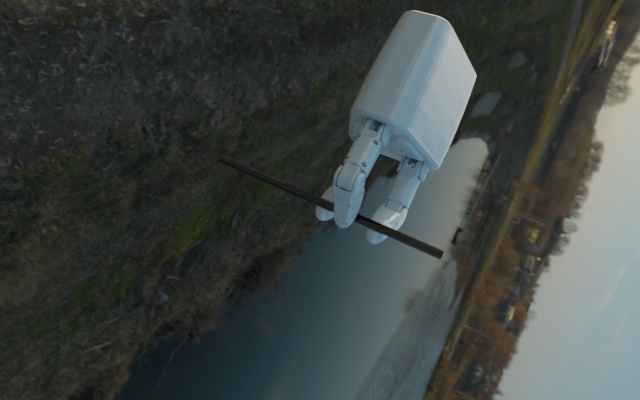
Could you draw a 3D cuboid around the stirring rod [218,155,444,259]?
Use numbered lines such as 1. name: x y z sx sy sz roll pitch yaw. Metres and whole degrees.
1. stirring rod: 0.000 0.001 0.447 0.239 0.011 0.011 24 9 22
